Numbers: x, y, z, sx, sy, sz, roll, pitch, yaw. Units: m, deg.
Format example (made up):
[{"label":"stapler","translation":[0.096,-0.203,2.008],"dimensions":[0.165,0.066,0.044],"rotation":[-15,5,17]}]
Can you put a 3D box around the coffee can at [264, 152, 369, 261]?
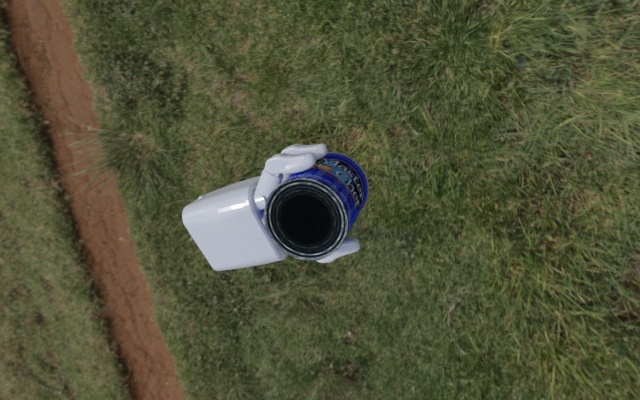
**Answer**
[{"label":"coffee can","translation":[0.000,0.002,0.616],"dimensions":[0.103,0.103,0.140],"rotation":[0,18,16]}]
